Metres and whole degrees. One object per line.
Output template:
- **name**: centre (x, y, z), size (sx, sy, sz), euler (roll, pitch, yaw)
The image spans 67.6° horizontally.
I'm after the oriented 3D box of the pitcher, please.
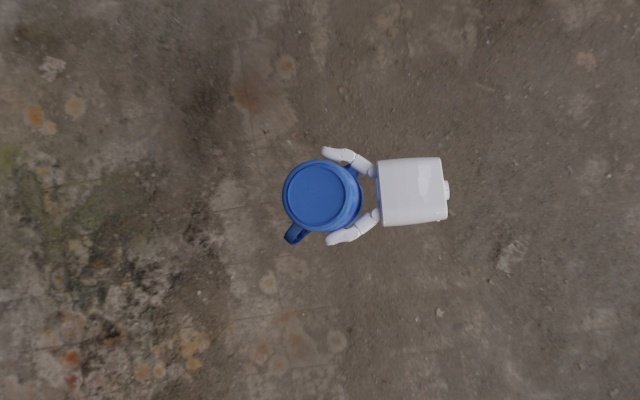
- **pitcher**: centre (0.000, 0.003, 0.818), size (0.145, 0.149, 0.243), euler (-4, -1, 6)
